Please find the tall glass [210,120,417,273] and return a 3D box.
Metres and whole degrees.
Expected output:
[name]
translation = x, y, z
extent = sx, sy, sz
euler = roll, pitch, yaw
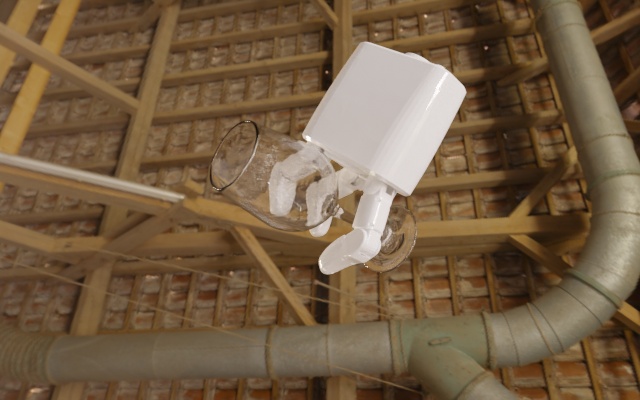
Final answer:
[tall glass]
translation = 0.001, 0.002, 0.435
extent = 0.201, 0.079, 0.079
euler = 28, -18, -38
